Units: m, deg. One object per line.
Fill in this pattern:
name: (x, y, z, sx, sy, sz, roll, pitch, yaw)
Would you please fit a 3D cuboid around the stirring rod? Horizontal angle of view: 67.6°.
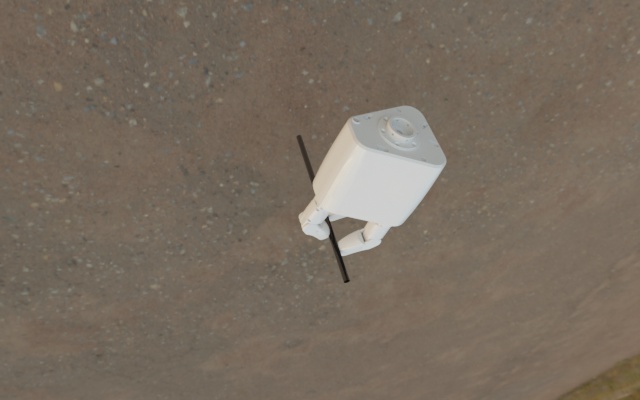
stirring rod: (0.000, 0.002, 0.647, 0.011, 0.239, 0.011, -13, -32, -8)
